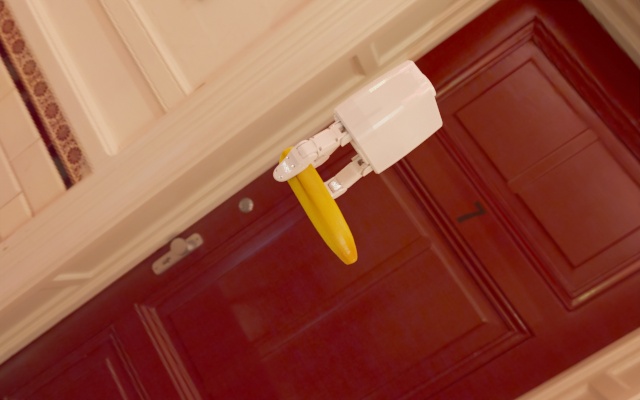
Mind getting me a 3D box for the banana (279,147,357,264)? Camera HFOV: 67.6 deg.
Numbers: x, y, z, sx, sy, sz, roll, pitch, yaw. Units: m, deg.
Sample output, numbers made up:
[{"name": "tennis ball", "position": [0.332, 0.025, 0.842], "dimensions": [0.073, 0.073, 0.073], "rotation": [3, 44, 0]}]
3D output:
[{"name": "banana", "position": [-0.009, -0.009, 0.589], "dimensions": [0.037, 0.197, 0.070], "rotation": [-35, -39, 4]}]
